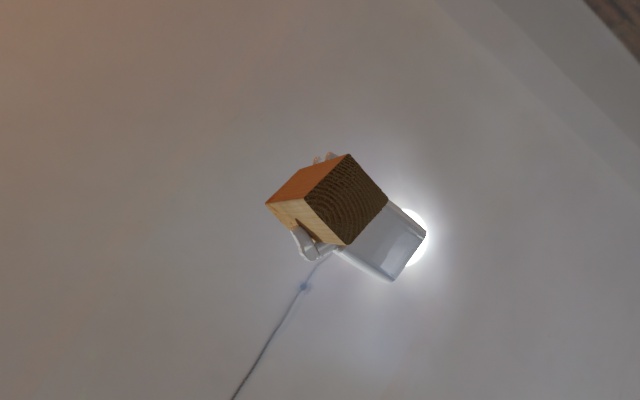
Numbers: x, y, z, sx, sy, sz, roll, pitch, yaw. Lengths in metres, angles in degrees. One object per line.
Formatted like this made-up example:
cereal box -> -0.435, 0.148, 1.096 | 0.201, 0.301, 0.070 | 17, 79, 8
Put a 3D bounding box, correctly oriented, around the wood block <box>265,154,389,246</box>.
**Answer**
wood block -> 0.000, 0.003, 0.716 | 0.091, 0.090, 0.206 | -46, 13, -16
